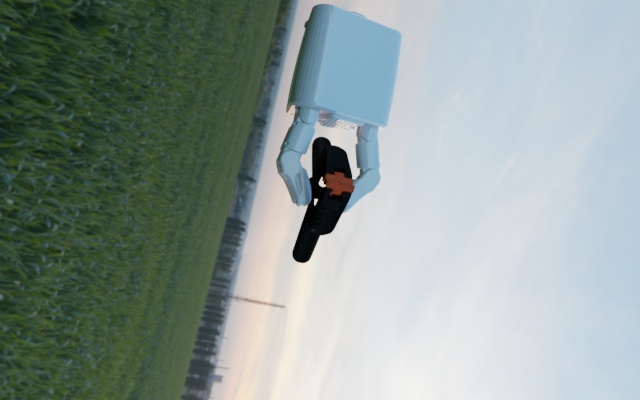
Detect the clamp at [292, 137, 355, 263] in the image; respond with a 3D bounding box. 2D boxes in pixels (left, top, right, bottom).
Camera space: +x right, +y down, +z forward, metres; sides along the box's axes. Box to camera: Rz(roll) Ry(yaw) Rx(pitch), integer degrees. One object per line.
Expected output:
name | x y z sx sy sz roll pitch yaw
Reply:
clamp | 0.001 0.002 0.532 0.036 0.164 0.210 10 1 -8
